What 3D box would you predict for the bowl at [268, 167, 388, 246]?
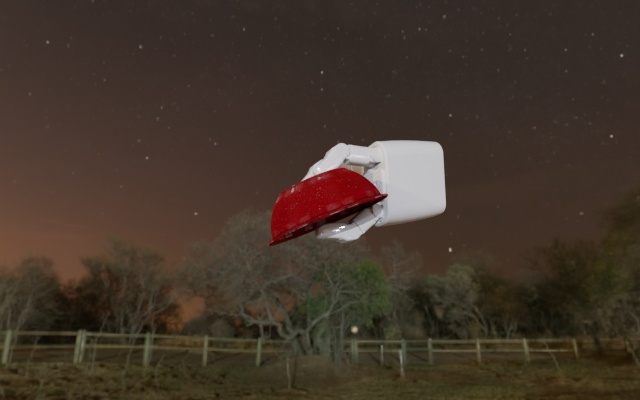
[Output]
[{"bbox_3d":[-0.001,0.002,0.598,0.162,0.055,0.162,-23,-6,-2],"label":"bowl"}]
